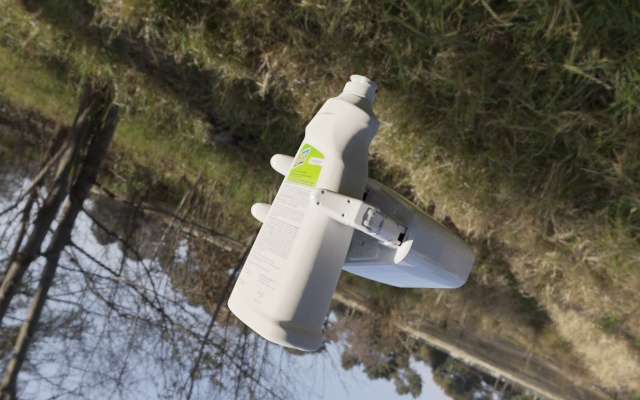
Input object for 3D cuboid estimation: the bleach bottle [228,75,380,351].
[{"bbox_3d":[0.000,0.001,0.448,0.068,0.251,0.102,26,-6,-37],"label":"bleach bottle"}]
